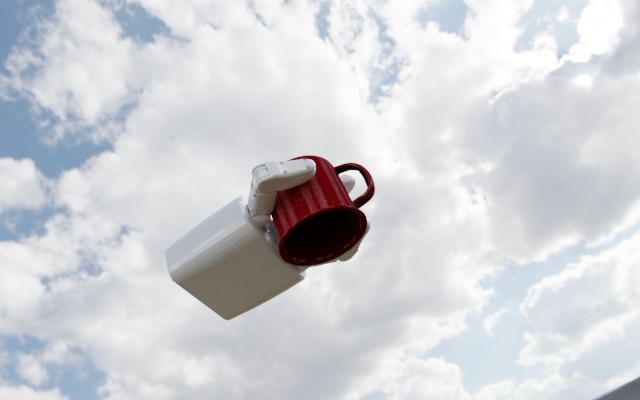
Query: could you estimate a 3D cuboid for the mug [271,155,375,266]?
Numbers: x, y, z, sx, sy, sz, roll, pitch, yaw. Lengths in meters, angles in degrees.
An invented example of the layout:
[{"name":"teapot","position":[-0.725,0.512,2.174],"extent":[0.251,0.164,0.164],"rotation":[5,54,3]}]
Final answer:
[{"name":"mug","position":[0.001,0.001,0.490],"extent":[0.117,0.081,0.093],"rotation":[-32,-37,10]}]
